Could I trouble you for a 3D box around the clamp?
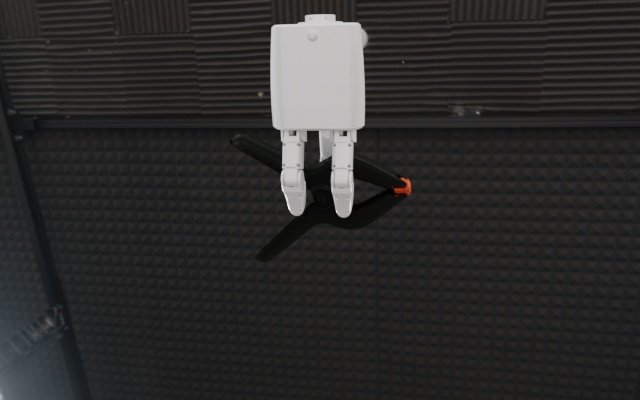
[{"bbox_3d":[0.001,0.001,0.570,0.210,0.165,0.036,2,22,9],"label":"clamp"}]
